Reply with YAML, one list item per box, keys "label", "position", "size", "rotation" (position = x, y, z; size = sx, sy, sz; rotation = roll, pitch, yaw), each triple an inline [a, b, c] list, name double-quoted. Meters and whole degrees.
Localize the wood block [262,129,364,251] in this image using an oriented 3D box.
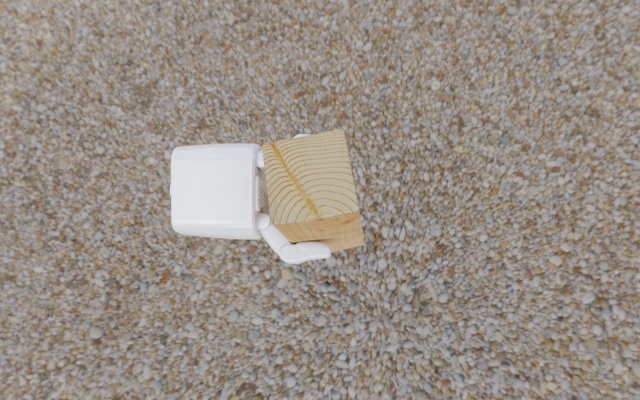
- label: "wood block"
  position: [0.000, 0.002, 0.578]
  size: [0.090, 0.090, 0.206]
  rotation: [-10, -15, 4]
